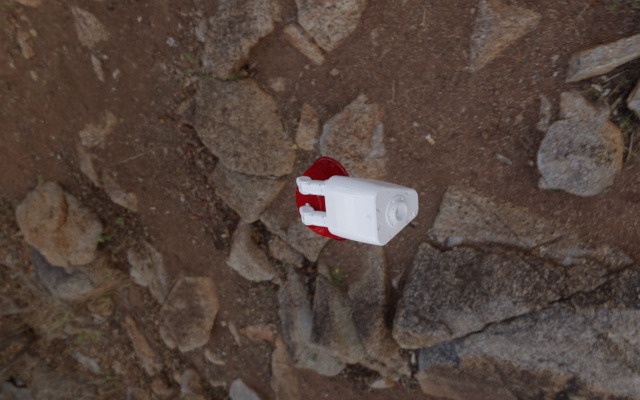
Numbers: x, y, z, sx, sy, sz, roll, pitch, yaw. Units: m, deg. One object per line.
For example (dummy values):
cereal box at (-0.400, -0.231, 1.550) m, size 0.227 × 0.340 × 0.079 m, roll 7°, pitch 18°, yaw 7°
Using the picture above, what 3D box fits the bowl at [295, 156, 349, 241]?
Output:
bowl at (-0.001, 0.003, 0.875) m, size 0.055 × 0.162 × 0.162 m, roll -15°, pitch 7°, yaw -30°
